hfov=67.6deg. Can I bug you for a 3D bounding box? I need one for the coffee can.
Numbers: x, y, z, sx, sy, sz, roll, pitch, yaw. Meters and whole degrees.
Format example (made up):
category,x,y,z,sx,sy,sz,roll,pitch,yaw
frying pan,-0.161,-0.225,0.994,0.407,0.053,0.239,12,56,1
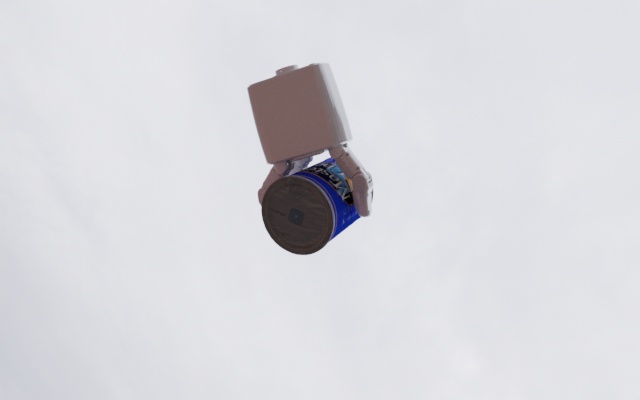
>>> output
category,x,y,z,sx,sy,sz,roll,pitch,yaw
coffee can,0.000,0.002,0.651,0.103,0.103,0.140,0,15,27
